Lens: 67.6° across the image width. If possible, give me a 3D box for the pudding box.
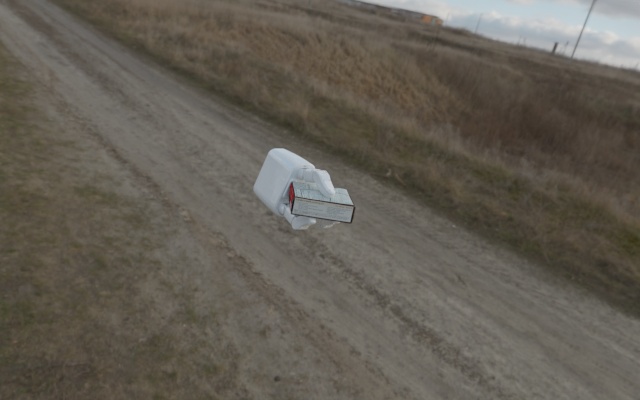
[{"bbox_3d":[0.000,0.003,0.864,0.113,0.039,0.090,7,19,-9],"label":"pudding box"}]
